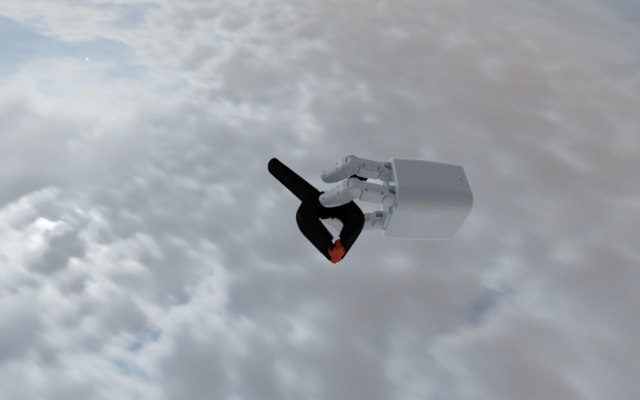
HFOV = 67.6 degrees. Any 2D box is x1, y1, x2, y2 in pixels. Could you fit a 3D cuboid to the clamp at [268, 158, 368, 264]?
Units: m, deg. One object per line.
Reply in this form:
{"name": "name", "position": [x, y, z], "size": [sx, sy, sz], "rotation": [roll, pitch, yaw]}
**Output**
{"name": "clamp", "position": [0.000, 0.003, 0.680], "size": [0.164, 0.036, 0.209], "rotation": [5, 40, -3]}
